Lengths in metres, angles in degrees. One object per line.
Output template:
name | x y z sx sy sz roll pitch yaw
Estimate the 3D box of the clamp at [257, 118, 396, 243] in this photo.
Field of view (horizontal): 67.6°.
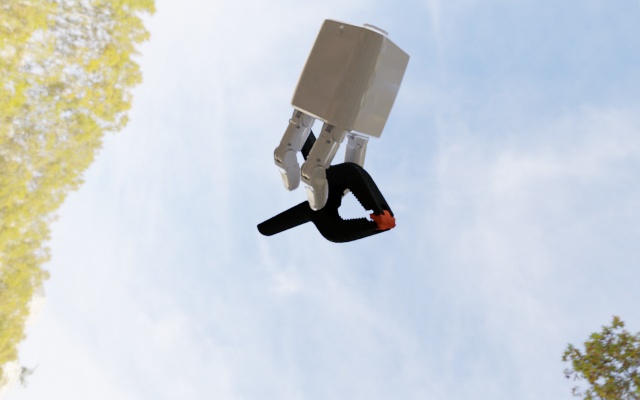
clamp | 0.001 0.002 0.577 0.036 0.164 0.210 10 17 -44
